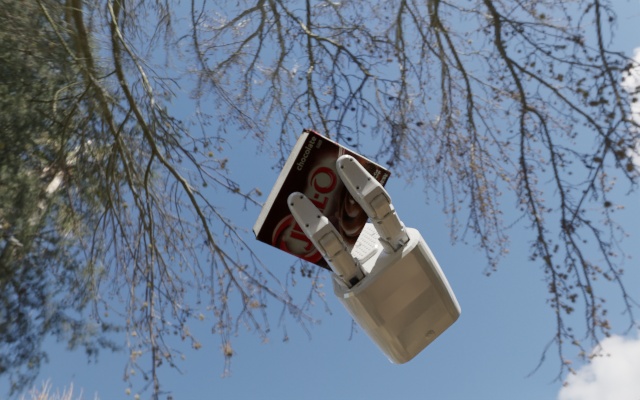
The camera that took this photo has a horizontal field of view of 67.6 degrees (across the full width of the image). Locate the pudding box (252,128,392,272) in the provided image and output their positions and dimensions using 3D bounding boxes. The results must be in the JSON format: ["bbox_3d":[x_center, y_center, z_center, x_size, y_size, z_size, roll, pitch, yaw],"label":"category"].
[{"bbox_3d":[0.000,0.001,0.452,0.090,0.113,0.039,25,3,-20],"label":"pudding box"}]
